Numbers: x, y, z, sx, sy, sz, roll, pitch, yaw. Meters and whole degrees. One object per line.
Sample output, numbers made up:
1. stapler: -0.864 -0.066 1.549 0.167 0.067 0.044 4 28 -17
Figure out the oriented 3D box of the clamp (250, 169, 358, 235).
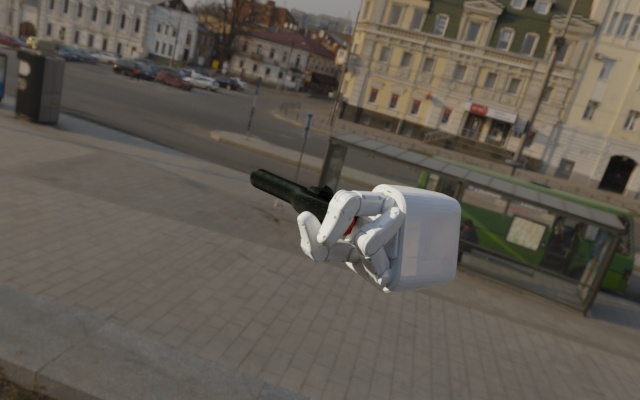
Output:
1. clamp: 0.000 0.001 0.581 0.120 0.039 0.171 4 18 -37
